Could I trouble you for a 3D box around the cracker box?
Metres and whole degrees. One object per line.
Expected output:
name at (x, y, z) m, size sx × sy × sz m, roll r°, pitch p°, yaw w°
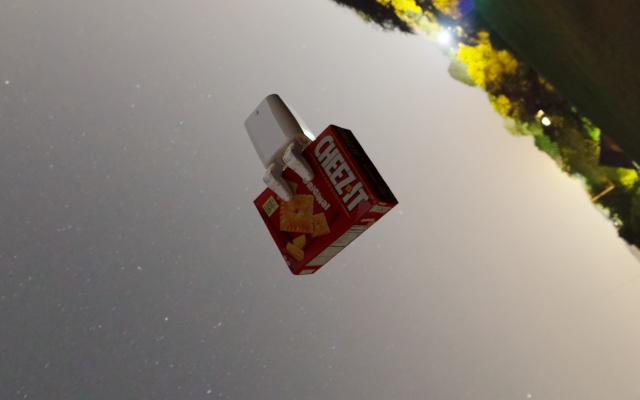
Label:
cracker box at (0.000, 0.003, 0.816) m, size 0.214 × 0.164 × 0.072 m, roll -43°, pitch -26°, yaw 26°
